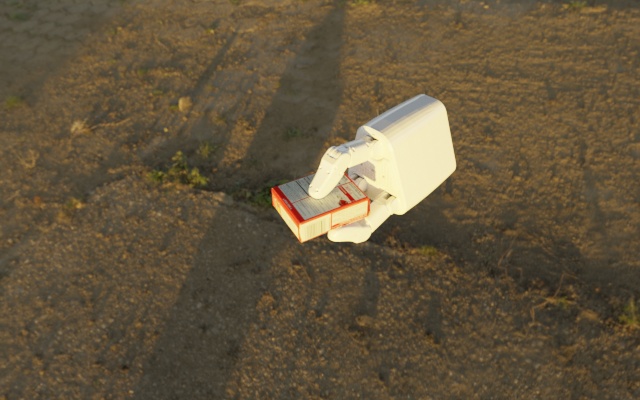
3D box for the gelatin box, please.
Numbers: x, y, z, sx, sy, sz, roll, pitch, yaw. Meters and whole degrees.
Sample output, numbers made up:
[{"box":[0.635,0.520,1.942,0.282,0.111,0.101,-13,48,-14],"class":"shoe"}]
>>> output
[{"box":[0.000,0.002,0.536,0.089,0.030,0.073,-20,43,-20],"class":"gelatin box"}]
